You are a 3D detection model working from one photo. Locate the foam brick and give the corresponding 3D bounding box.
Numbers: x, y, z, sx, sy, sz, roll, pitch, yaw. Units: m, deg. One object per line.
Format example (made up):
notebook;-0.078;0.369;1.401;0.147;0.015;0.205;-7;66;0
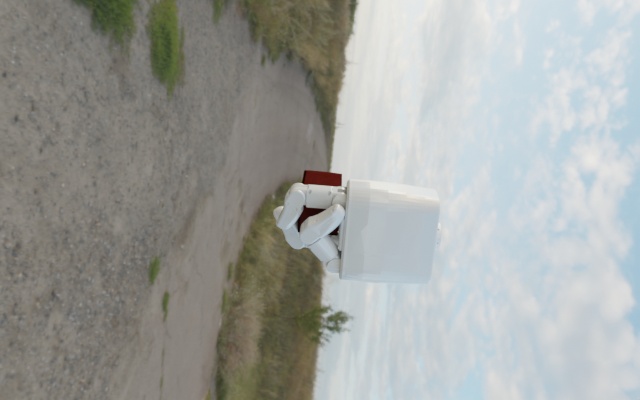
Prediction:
foam brick;0.000;0.002;0.610;0.051;0.053;0.078;4;29;1
